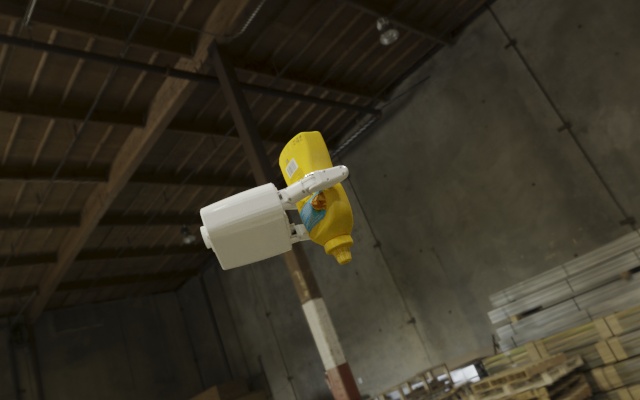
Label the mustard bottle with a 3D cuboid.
[{"bbox_3d":[0.000,0.002,0.691,0.058,0.191,0.096,-8,-24,-33],"label":"mustard bottle"}]
